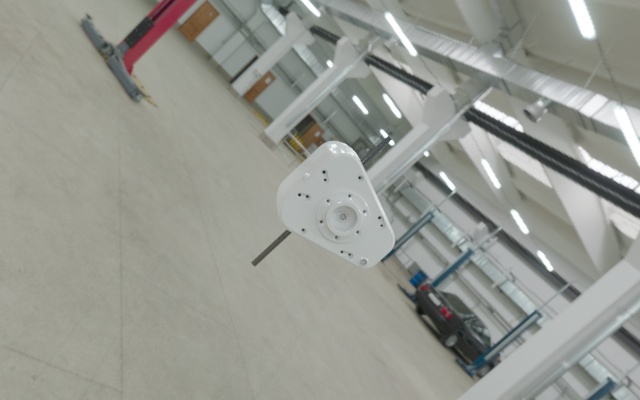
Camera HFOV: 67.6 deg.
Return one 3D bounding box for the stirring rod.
[{"bbox_3d":[0.000,0.002,0.614,0.239,0.011,0.011,-43,-5,5],"label":"stirring rod"}]
